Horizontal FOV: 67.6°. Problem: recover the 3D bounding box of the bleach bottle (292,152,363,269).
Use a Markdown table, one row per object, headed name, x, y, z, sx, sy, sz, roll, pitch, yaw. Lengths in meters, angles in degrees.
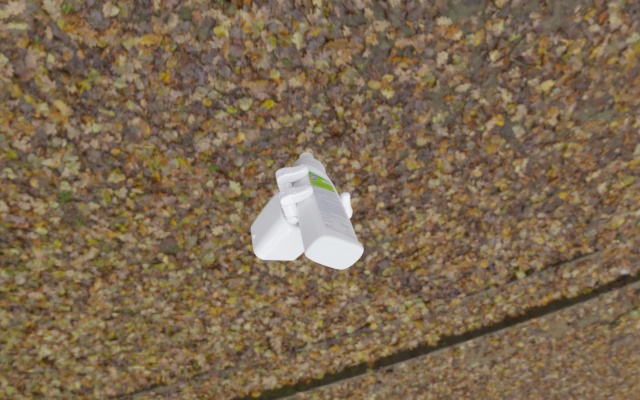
| name | x | y | z | sx | sy | sz | roll | pitch | yaw |
| --- | --- | --- | --- | --- | --- | --- | --- | --- | --- |
| bleach bottle | 0.000 | 0.003 | 0.881 | 0.102 | 0.250 | 0.068 | 23 | -55 | -32 |
